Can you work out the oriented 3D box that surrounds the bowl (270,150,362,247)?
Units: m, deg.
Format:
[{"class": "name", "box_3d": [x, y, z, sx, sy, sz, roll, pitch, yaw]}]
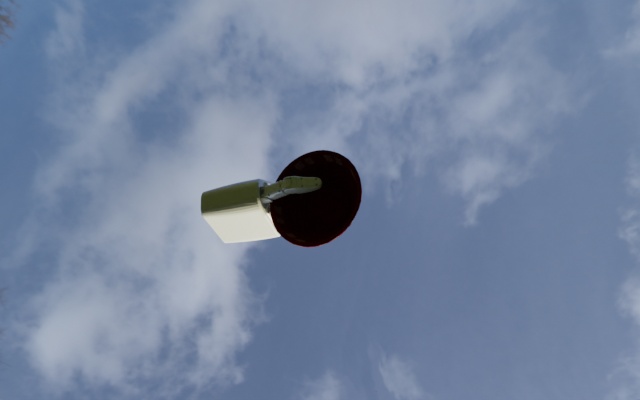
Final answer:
[{"class": "bowl", "box_3d": [0.002, 0.003, 0.773, 0.162, 0.162, 0.055, 0, -18, 27]}]
